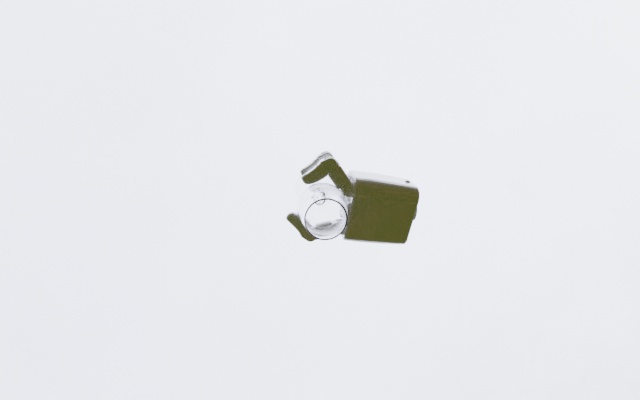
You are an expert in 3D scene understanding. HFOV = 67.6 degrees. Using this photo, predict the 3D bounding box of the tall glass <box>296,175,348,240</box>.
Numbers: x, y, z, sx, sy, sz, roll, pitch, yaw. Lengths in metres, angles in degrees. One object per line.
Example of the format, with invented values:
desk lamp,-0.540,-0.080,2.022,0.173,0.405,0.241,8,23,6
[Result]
tall glass,0.000,0.002,0.770,0.079,0.079,0.201,0,14,-4
